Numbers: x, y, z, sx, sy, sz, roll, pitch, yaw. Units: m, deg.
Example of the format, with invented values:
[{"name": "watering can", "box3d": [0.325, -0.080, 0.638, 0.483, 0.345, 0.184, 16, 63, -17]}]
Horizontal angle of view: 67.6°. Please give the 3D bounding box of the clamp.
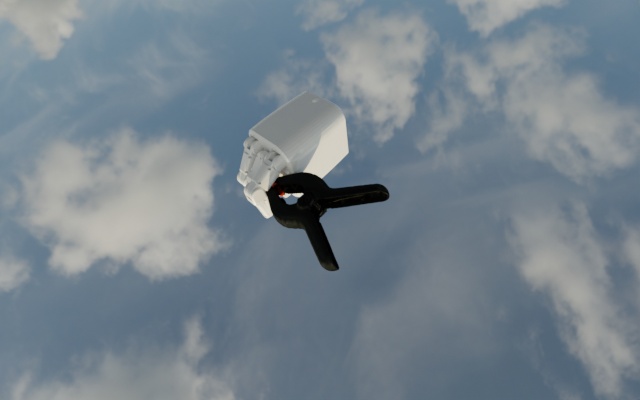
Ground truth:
[{"name": "clamp", "box3d": [0.000, 0.002, 0.597, 0.171, 0.120, 0.039, 36, -18, 38]}]
